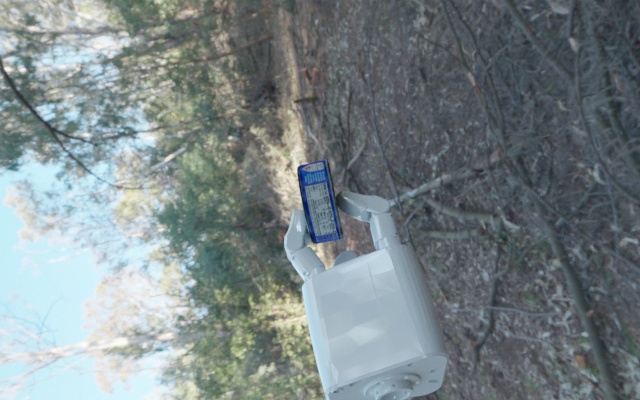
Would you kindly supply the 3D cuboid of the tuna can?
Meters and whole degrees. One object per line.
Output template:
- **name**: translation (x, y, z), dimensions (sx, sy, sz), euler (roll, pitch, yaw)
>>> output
- **tuna can**: translation (0.000, 0.002, 0.499), dimensions (0.034, 0.086, 0.086), euler (-11, -1, 2)
